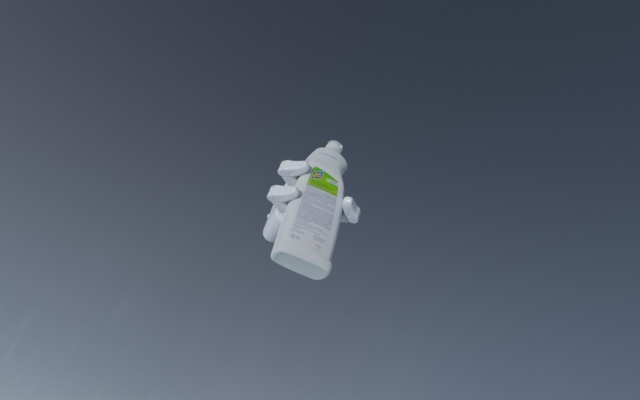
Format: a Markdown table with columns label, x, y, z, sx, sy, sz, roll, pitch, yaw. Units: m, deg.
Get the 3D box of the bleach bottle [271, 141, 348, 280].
| label | x | y | z | sx | sy | sz | roll | pitch | yaw |
| --- | --- | --- | --- | --- | --- | --- | --- | --- | --- |
| bleach bottle | 0.000 | 0.003 | 0.824 | 0.102 | 0.250 | 0.068 | 25 | -32 | -10 |
